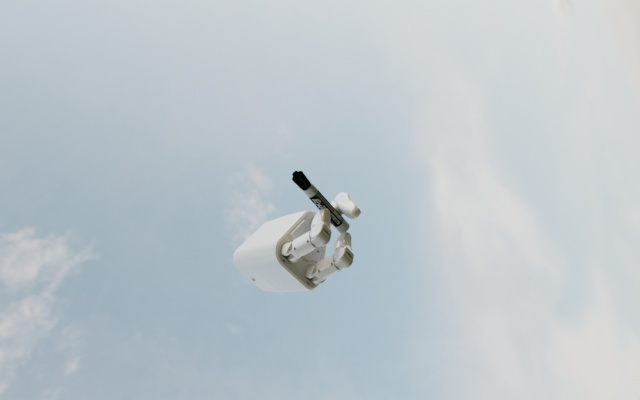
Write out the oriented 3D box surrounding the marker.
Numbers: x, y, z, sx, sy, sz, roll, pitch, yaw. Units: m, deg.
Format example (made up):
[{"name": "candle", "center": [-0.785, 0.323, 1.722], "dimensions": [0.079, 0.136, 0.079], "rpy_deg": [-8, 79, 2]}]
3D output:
[{"name": "marker", "center": [0.000, 0.002, 0.677], "dimensions": [0.020, 0.020, 0.121], "rpy_deg": [0, -41, 51]}]
